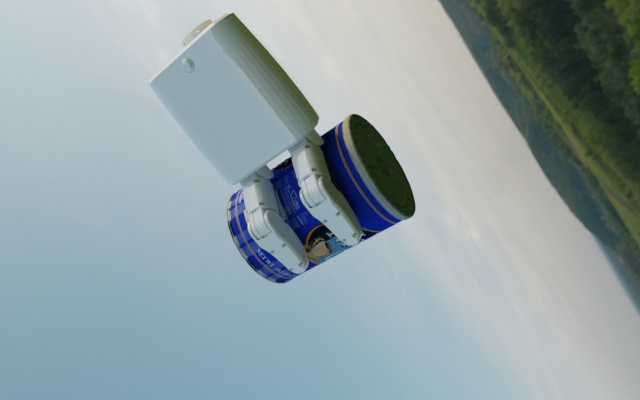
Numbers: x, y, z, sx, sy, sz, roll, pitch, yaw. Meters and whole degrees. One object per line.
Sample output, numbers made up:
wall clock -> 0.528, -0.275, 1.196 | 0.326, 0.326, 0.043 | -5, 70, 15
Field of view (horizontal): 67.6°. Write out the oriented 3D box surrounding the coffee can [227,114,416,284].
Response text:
coffee can -> 0.000, 0.001, 0.438 | 0.140, 0.102, 0.103 | -31, -14, 24
